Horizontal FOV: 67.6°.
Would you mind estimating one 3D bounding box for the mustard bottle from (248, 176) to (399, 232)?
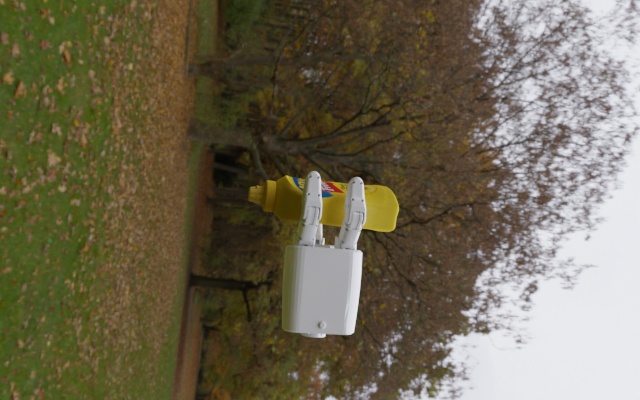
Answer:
[{"bbox_3d":[0.000,0.002,0.638,0.191,0.058,0.096,6,18,-12],"label":"mustard bottle"}]
